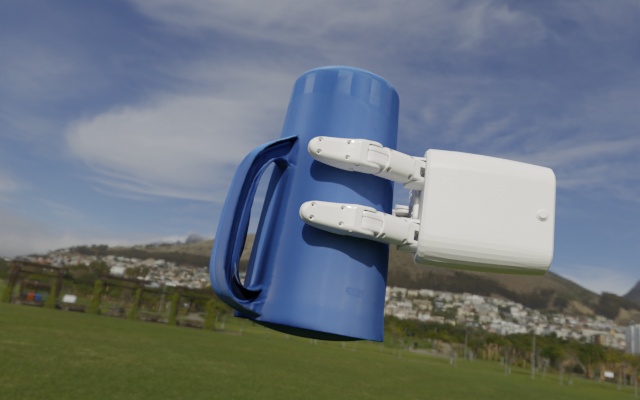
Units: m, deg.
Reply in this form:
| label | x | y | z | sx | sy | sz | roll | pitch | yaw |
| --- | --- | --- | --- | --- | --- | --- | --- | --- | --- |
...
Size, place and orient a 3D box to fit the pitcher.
| label | x | y | z | sx | sy | sz | roll | pitch | yaw |
| --- | --- | --- | --- | --- | --- | --- | --- | --- | --- |
| pitcher | 0.000 | 0.001 | 0.441 | 0.145 | 0.242 | 0.149 | 8 | -15 | 5 |
